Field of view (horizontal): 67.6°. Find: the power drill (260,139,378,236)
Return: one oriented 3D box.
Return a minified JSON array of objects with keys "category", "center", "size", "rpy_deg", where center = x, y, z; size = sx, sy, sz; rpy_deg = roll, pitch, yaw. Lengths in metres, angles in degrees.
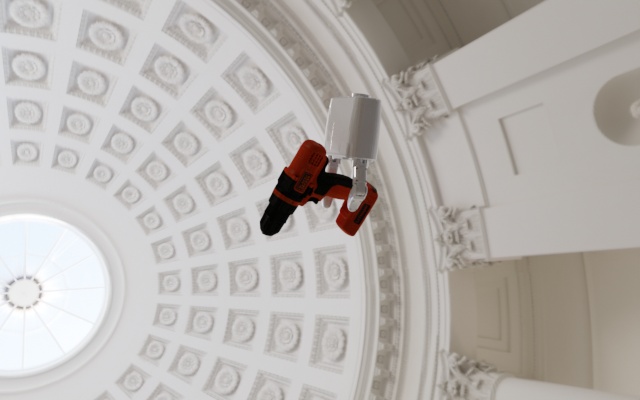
[{"category":"power drill","center":[0.001,0.003,0.855],"size":[0.188,0.184,0.057],"rpy_deg":[23,15,-37]}]
